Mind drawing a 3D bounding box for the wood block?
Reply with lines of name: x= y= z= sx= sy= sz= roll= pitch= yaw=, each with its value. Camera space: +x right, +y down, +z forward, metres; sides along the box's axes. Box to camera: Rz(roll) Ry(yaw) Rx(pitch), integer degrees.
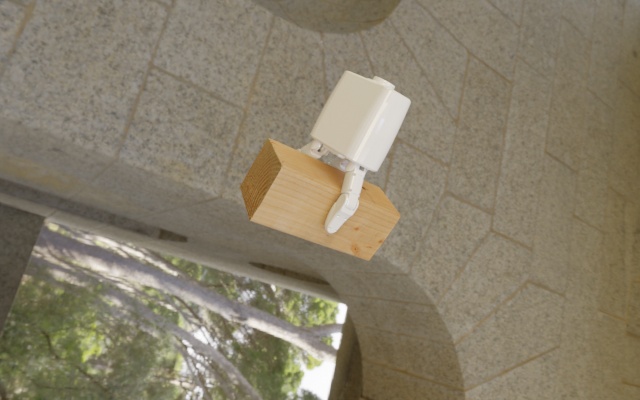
wood block: x=0.001 y=0.002 z=0.691 sx=0.206 sy=0.090 sz=0.090 roll=22 pitch=23 yaw=-29
